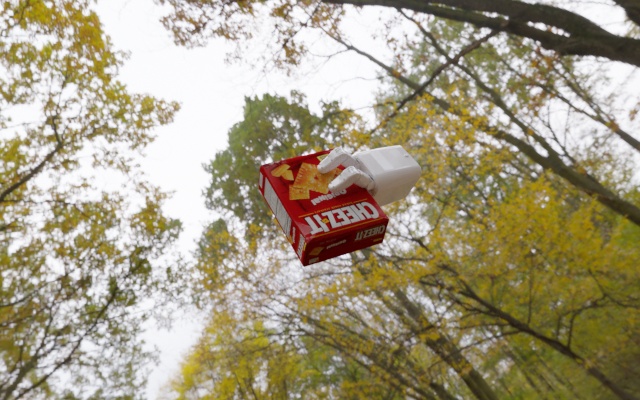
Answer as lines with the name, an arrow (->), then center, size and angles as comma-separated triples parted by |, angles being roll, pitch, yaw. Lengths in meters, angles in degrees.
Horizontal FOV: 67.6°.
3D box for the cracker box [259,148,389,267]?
cracker box -> 0.000, 0.003, 0.881 | 0.164, 0.072, 0.213 | -15, 47, -23
